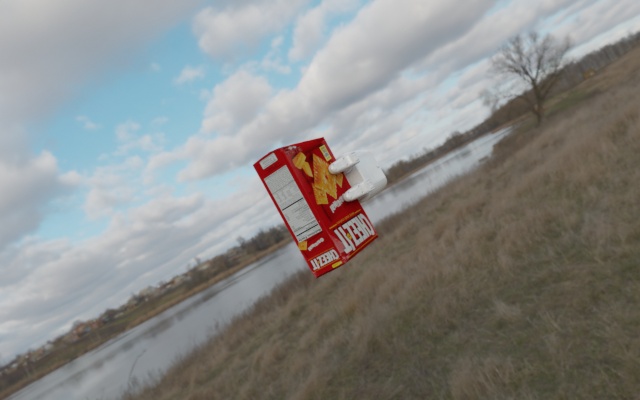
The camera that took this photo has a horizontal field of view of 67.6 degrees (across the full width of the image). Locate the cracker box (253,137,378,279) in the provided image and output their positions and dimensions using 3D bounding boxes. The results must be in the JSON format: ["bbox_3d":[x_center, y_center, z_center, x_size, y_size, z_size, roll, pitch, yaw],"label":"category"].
[{"bbox_3d":[0.000,0.003,0.822,0.072,0.213,0.164,-31,-3,29],"label":"cracker box"}]
